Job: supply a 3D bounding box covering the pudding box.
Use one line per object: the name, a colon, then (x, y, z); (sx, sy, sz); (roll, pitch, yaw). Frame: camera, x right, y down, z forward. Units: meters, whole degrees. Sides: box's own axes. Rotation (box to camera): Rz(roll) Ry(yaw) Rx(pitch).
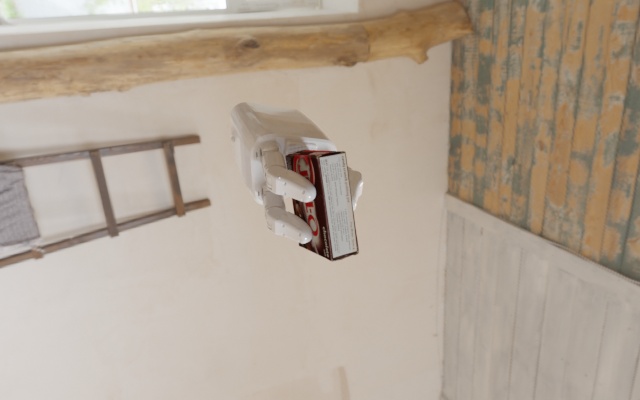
pudding box: (0.000, 0.002, 0.524); (0.039, 0.113, 0.090); (-14, 11, -22)
